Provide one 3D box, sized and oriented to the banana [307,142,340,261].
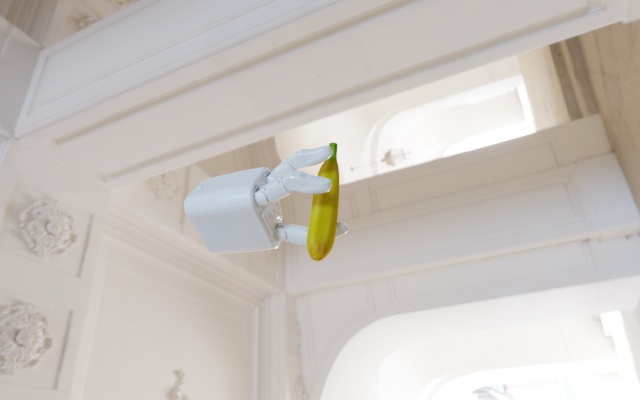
[{"bbox_3d":[0.003,0.012,0.646,0.037,0.197,0.070,-2,-41,10],"label":"banana"}]
